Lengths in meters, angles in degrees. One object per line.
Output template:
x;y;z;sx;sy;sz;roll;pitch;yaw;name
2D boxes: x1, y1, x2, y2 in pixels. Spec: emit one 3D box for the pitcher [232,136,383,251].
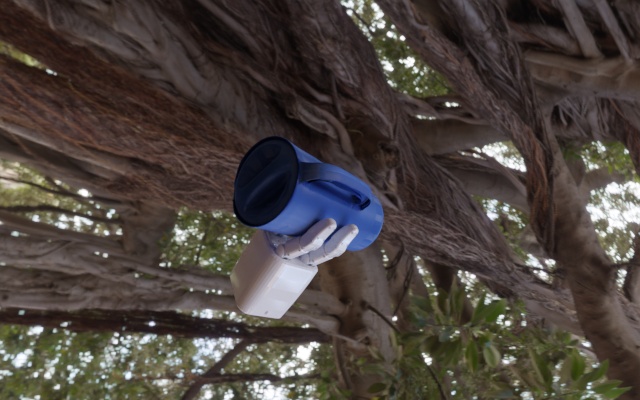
0.000;0.003;0.738;0.243;0.145;0.149;23;17;-46;pitcher
